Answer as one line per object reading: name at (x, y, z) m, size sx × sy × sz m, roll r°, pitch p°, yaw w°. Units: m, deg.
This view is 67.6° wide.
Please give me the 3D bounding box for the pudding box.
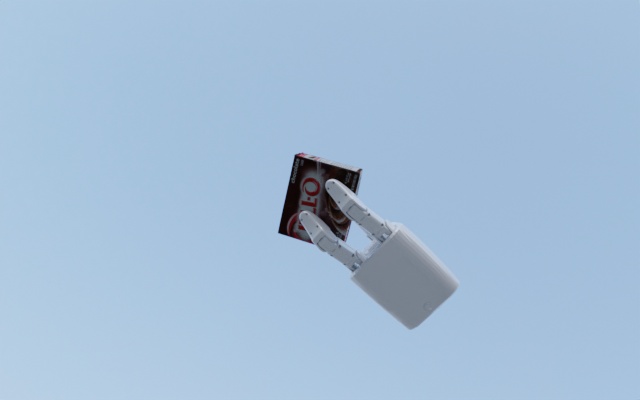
pudding box at (0.000, 0.002, 0.629) m, size 0.090 × 0.113 × 0.039 m, roll 16°, pitch 13°, yaw 11°
